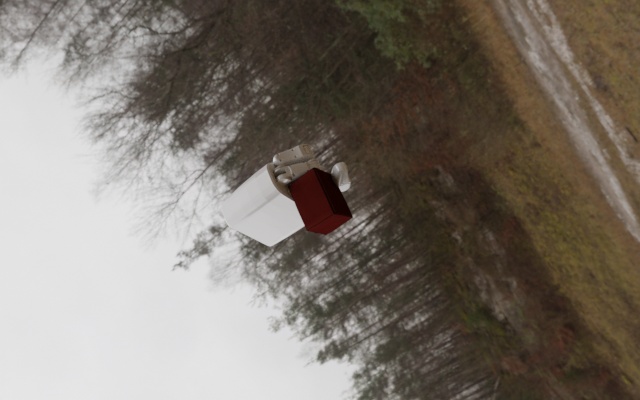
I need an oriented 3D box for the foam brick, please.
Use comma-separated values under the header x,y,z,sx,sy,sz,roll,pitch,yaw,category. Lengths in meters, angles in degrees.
x,y,z,sx,sy,sz,roll,pitch,yaw,category
0.000,0.002,0.675,0.051,0.078,0.053,-35,-27,22,foam brick
